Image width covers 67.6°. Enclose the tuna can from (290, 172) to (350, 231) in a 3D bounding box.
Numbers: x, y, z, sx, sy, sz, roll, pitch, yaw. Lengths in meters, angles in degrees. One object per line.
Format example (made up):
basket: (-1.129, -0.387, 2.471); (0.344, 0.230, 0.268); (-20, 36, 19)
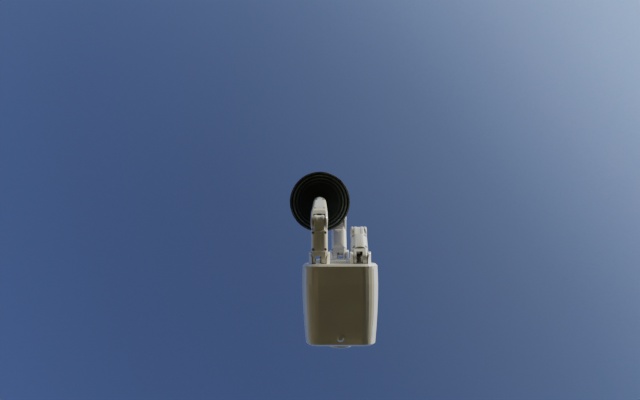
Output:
tuna can: (0.000, 0.002, 0.693); (0.086, 0.086, 0.034); (0, -1, 4)
